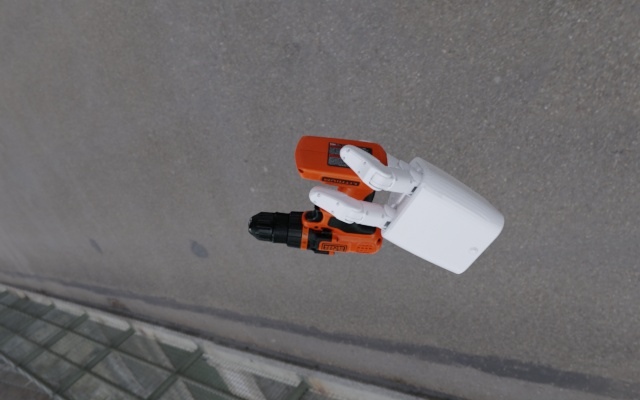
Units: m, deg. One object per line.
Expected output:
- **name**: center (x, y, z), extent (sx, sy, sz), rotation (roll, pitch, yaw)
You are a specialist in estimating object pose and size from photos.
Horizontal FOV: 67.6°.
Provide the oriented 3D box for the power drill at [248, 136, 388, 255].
- **power drill**: center (0.000, 0.002, 0.600), extent (0.184, 0.057, 0.188), rotation (5, -35, -4)
